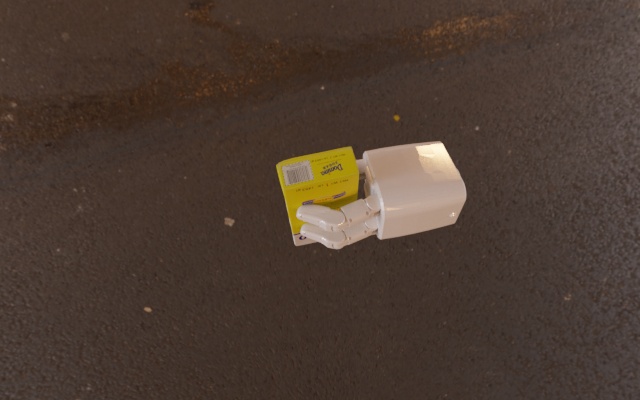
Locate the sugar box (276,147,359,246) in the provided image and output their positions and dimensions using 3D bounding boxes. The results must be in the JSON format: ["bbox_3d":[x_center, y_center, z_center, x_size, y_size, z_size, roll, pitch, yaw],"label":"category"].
[{"bbox_3d":[0.000,0.002,0.630,0.093,0.048,0.176,-12,-29,-3],"label":"sugar box"}]
